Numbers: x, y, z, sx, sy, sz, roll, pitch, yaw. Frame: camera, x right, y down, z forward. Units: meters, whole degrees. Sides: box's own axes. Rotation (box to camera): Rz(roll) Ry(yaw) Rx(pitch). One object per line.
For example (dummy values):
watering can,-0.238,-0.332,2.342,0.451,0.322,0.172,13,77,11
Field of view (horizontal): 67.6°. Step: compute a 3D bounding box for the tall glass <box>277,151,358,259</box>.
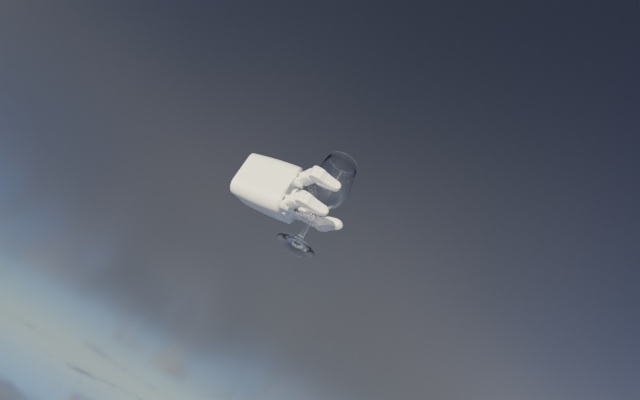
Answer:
tall glass,0.000,0.003,0.871,0.079,0.201,0.079,23,-29,13
